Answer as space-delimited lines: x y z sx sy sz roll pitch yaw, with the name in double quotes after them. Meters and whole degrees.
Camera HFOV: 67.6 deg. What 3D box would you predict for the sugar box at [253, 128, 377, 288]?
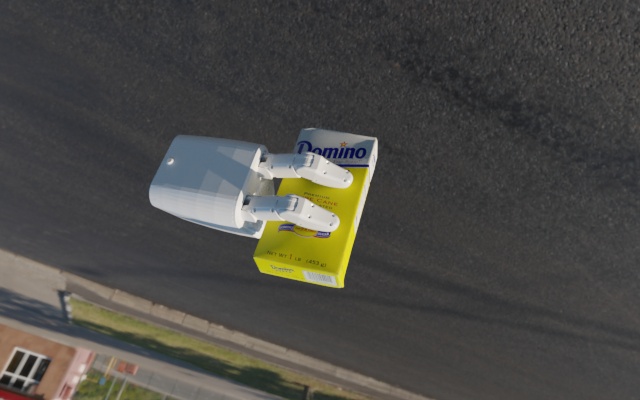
0.000 0.002 0.526 0.093 0.176 0.048 10 -28 12 "sugar box"
